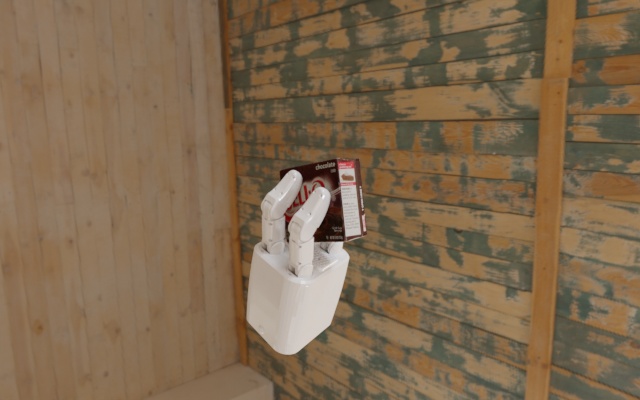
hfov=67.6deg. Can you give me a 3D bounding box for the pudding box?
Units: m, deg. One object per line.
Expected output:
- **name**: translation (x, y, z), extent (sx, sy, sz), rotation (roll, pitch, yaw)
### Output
- **pudding box**: translation (0.000, 0.002, 0.551), extent (0.039, 0.090, 0.113), rotation (-7, 0, -41)
